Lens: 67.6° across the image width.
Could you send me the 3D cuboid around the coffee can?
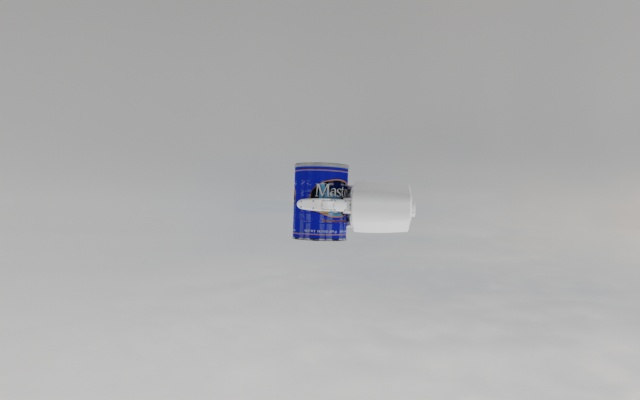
[{"bbox_3d":[0.000,0.003,0.897,0.103,0.140,0.103,2,-1,0],"label":"coffee can"}]
